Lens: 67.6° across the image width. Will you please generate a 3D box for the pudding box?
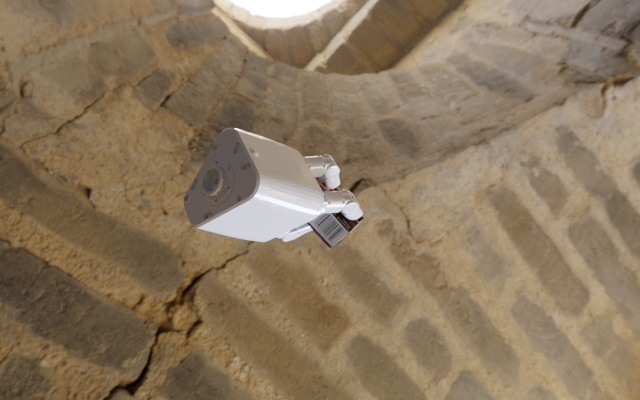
[{"bbox_3d":[0.000,0.002,0.630,0.039,0.113,0.090,-41,-3,20],"label":"pudding box"}]
